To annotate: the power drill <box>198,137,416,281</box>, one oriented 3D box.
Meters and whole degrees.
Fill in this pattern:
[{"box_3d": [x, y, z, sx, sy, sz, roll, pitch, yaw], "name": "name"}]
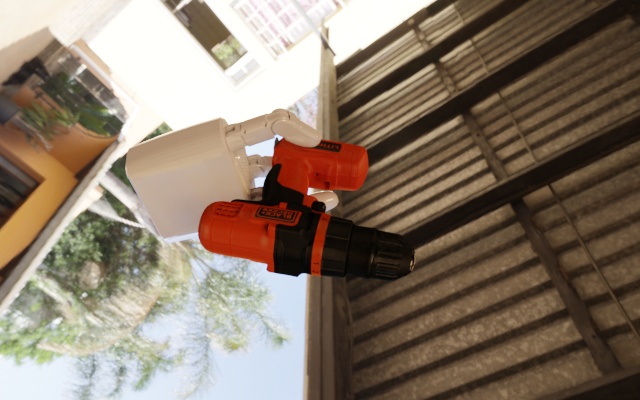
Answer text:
[{"box_3d": [0.000, 0.001, 0.460, 0.184, 0.057, 0.187, 10, 30, 6], "name": "power drill"}]
